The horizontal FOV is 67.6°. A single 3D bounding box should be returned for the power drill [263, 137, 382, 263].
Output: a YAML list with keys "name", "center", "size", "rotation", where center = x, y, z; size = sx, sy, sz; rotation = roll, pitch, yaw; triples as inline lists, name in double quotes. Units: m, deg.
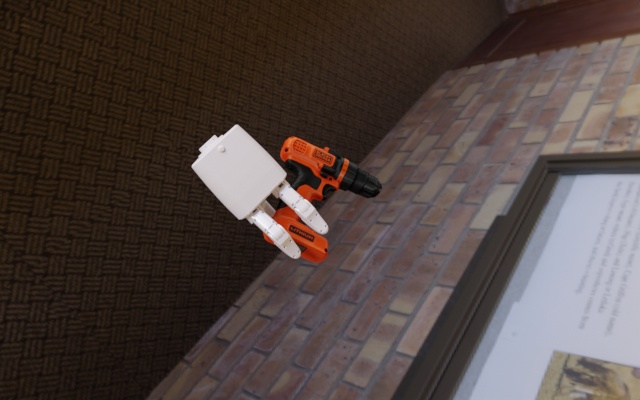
- name: "power drill"
  center: [0.000, 0.003, 0.779]
  size: [0.184, 0.187, 0.057]
  rotation: [24, -31, -7]
